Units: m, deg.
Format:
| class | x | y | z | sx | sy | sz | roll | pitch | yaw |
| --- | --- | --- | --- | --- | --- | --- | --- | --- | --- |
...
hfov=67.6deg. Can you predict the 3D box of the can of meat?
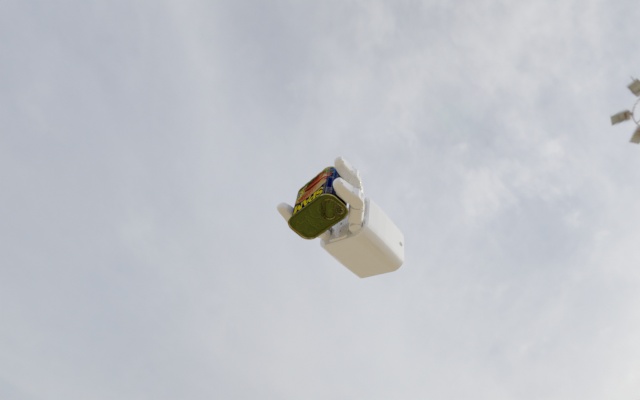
| class | x | y | z | sx | sy | sz | roll | pitch | yaw |
| --- | --- | --- | --- | --- | --- | --- | --- | --- | --- |
| can of meat | 0.000 | 0.002 | 0.785 | 0.057 | 0.084 | 0.102 | 40 | -57 | -21 |
